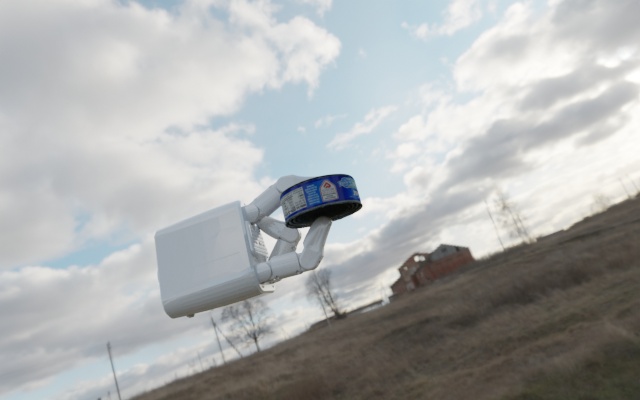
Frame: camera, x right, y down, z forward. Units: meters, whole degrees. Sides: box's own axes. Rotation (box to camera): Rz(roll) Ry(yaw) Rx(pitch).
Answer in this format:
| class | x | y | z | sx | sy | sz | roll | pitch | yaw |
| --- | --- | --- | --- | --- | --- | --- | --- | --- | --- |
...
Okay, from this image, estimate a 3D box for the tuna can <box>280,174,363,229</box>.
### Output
| class | x | y | z | sx | sy | sz | roll | pitch | yaw |
| --- | --- | --- | --- | --- | --- | --- | --- | --- | --- |
| tuna can | 0.000 | 0.001 | 0.516 | 0.086 | 0.033 | 0.086 | -14 | -14 | -4 |
